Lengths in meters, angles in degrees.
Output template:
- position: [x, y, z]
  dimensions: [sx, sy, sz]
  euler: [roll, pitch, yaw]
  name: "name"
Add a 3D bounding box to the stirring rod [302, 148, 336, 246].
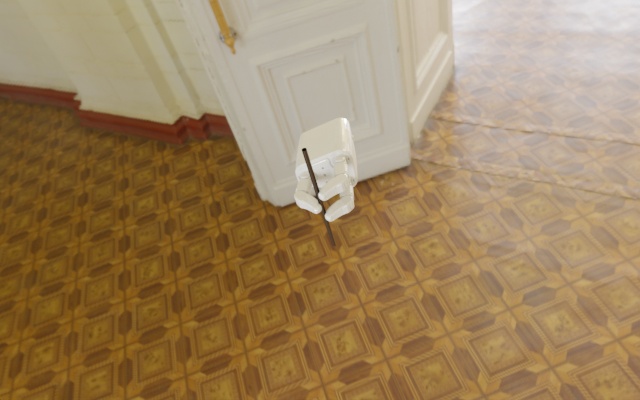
- position: [0.000, 0.003, 0.822]
  dimensions: [0.011, 0.011, 0.240]
  euler: [0, -43, 17]
  name: "stirring rod"
